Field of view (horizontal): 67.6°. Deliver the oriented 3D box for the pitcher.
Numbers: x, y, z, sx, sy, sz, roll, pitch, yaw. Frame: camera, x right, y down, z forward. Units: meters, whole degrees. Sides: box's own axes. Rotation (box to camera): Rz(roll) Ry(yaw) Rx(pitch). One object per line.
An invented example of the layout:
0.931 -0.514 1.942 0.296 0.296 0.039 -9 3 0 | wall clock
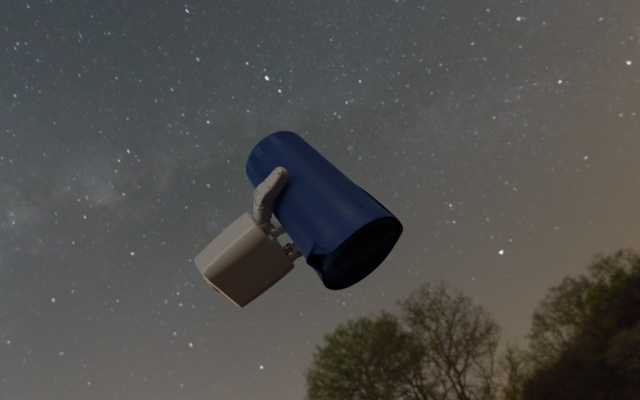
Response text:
0.000 0.002 0.710 0.242 0.145 0.149 47 -3 33 | pitcher
